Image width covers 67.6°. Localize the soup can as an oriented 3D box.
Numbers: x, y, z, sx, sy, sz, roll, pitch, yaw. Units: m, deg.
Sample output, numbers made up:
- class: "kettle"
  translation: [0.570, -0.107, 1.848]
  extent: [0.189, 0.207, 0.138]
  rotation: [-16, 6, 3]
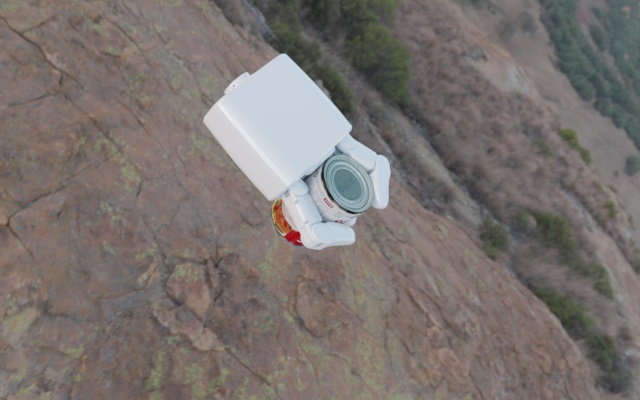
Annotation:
- class: "soup can"
  translation: [0.001, 0.002, 0.517]
  extent: [0.068, 0.068, 0.102]
  rotation: [0, -23, -39]
